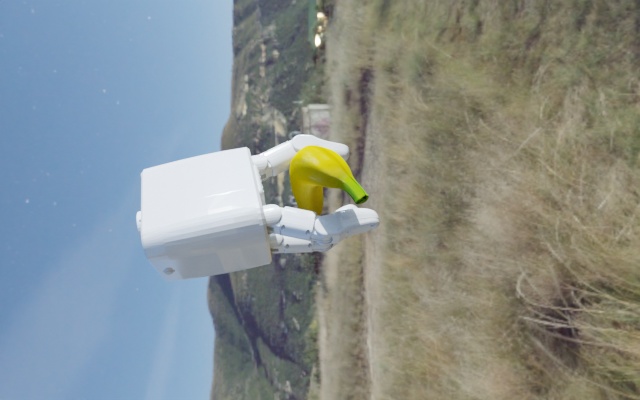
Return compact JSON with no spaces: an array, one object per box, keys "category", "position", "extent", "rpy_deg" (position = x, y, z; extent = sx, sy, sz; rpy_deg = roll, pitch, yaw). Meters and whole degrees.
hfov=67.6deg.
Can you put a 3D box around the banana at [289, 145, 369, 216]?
[{"category":"banana","position":[-0.006,-0.016,0.473],"extent":[0.037,0.069,0.198],"rpy_deg":[-22,-1,-12]}]
